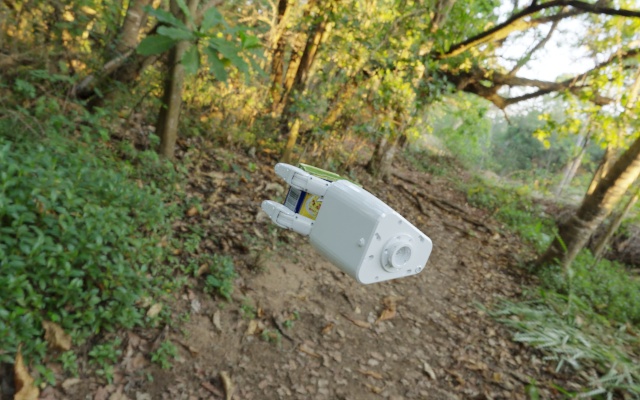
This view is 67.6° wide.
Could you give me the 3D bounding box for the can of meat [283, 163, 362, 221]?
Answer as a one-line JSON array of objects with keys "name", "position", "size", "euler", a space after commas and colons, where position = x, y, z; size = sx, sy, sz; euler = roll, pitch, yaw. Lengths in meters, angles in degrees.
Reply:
[{"name": "can of meat", "position": [0.000, 0.002, 0.673], "size": [0.102, 0.084, 0.057], "euler": [15, 12, -32]}]
